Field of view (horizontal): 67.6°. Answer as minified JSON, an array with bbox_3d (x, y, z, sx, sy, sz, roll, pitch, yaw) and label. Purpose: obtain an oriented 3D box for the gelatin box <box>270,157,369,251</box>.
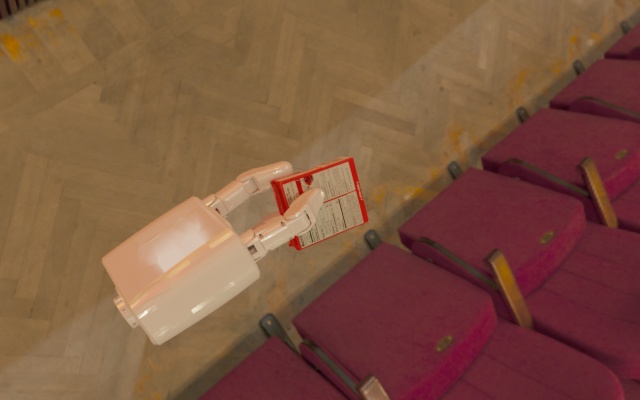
[{"bbox_3d":[0.001,0.002,0.497,0.089,0.073,0.030,-21,14,-22],"label":"gelatin box"}]
